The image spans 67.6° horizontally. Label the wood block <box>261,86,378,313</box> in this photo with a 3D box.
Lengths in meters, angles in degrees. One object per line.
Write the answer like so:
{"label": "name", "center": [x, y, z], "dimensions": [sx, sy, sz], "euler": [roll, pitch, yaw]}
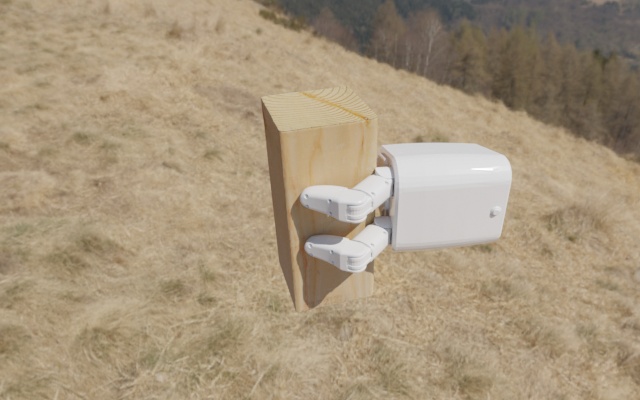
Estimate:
{"label": "wood block", "center": [0.000, 0.001, 0.488], "dimensions": [0.090, 0.206, 0.090], "euler": [-10, 33, -12]}
